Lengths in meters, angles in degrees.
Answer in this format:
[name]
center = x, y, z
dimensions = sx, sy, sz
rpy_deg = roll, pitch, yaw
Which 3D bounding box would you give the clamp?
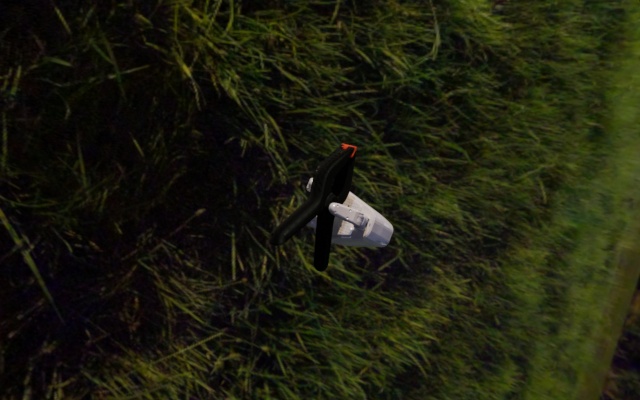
[clamp]
center = 0.001, 0.002, 0.750
dimensions = 0.036, 0.210, 0.164
rpy_deg = 18, -6, 31
